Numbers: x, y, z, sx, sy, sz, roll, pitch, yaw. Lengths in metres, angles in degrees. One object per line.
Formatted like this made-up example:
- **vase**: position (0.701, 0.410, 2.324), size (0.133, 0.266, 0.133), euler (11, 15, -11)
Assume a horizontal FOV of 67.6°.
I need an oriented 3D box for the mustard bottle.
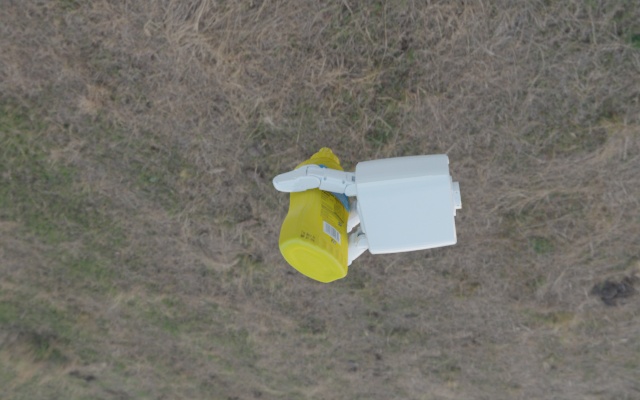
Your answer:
- **mustard bottle**: position (0.000, 0.002, 0.618), size (0.058, 0.191, 0.096), euler (-26, -50, 33)
